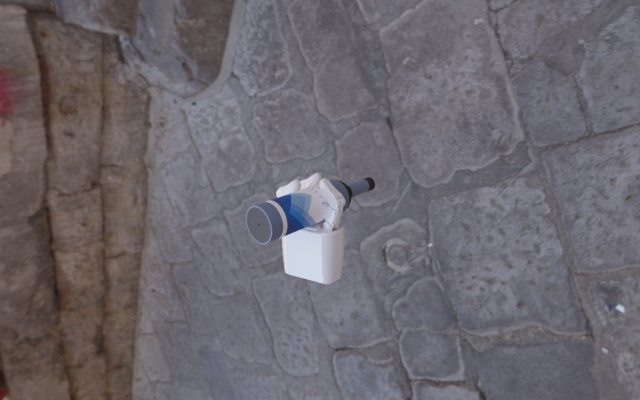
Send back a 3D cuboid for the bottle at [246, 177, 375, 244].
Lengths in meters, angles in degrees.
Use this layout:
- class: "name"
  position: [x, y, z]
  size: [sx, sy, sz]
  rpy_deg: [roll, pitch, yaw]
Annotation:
- class: "bottle"
  position: [0.000, 0.003, 0.878]
  size: [0.069, 0.069, 0.295]
  rpy_deg: [0, 15, 45]
